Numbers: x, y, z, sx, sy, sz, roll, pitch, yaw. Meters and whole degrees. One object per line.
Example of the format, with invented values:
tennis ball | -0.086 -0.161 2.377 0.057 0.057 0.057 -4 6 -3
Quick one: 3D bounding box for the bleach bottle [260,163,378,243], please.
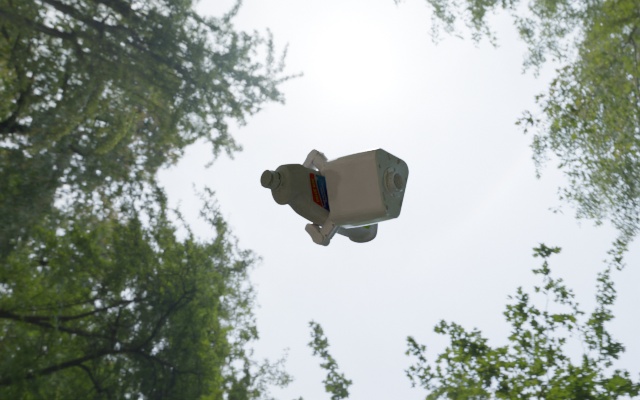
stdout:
bleach bottle | 0.000 0.003 0.828 0.068 0.102 0.251 -12 -22 43
